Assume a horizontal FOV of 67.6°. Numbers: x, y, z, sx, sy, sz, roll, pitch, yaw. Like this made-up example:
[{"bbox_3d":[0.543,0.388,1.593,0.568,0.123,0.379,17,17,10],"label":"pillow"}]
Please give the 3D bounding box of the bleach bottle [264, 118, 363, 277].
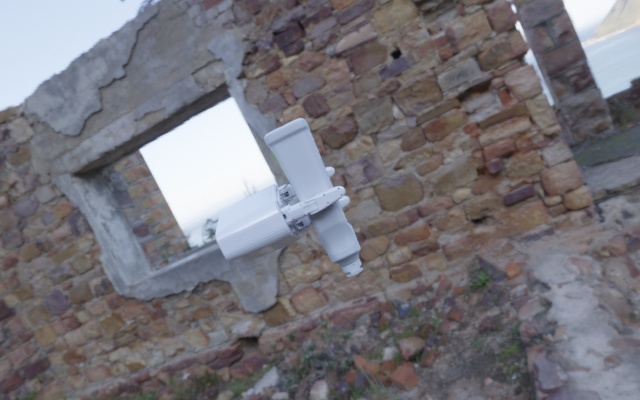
[{"bbox_3d":[0.000,0.002,0.733,0.068,0.251,0.102,-26,5,3],"label":"bleach bottle"}]
